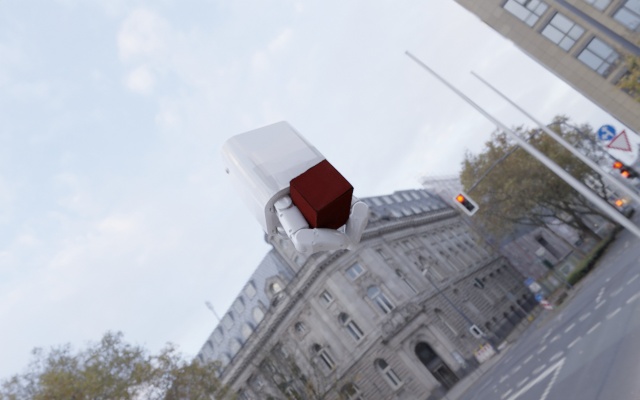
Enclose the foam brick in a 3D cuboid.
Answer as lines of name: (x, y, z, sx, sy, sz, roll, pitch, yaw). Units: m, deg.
foam brick: (0.000, 0.002, 0.544, 0.053, 0.051, 0.078, -33, -25, -20)
